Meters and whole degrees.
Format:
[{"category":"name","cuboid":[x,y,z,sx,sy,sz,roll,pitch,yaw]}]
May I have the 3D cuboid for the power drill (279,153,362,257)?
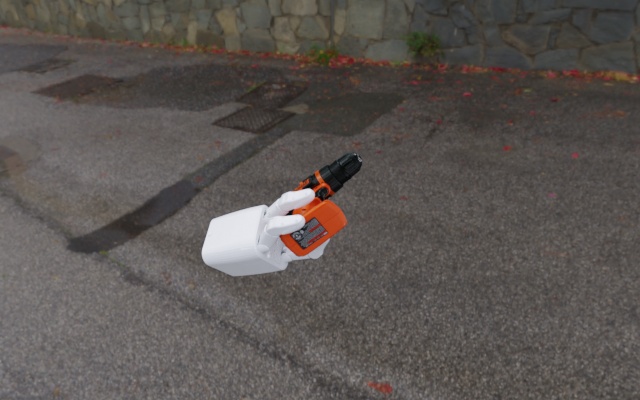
[{"category":"power drill","cuboid":[0.000,0.003,0.805,0.184,0.057,0.187,-38,17,14]}]
